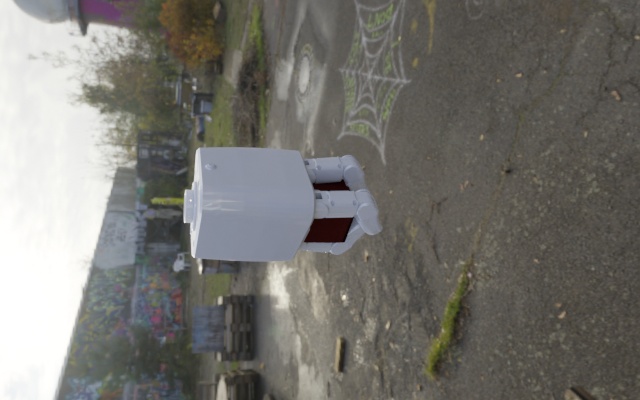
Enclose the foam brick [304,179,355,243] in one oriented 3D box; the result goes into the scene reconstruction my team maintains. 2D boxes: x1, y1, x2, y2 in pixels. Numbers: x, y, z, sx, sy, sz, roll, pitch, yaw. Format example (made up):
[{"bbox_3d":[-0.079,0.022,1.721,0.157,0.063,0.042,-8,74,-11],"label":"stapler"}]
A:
[{"bbox_3d":[0.000,0.002,0.525,0.051,0.053,0.078,2,38,-19],"label":"foam brick"}]
